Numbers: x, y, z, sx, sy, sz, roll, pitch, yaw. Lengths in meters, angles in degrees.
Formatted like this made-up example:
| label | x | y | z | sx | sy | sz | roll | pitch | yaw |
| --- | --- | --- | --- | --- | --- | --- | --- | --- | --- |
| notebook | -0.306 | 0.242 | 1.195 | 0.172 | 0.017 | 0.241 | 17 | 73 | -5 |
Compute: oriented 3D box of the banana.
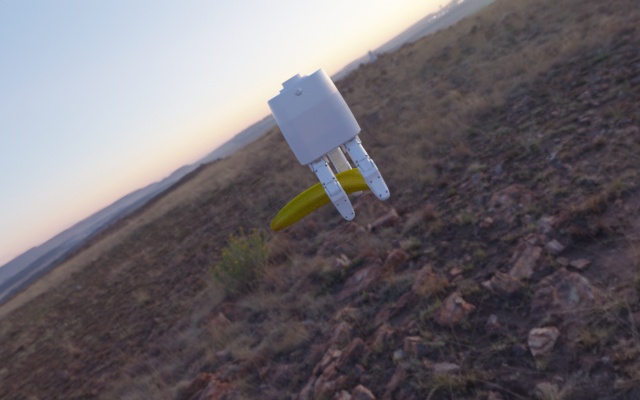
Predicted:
| label | x | y | z | sx | sy | sz | roll | pitch | yaw |
| --- | --- | --- | --- | --- | --- | --- | --- | --- | --- |
| banana | 0.007 | -0.007 | 0.743 | 0.198 | 0.037 | 0.069 | -23 | 20 | 25 |
